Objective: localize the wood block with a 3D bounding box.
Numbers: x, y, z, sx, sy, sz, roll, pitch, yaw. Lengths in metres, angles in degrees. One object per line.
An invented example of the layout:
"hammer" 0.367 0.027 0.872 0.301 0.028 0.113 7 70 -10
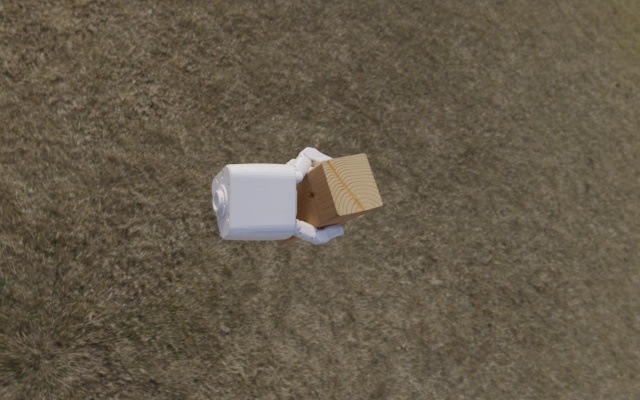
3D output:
"wood block" 0.000 0.003 0.817 0.090 0.091 0.206 -13 -9 -32
